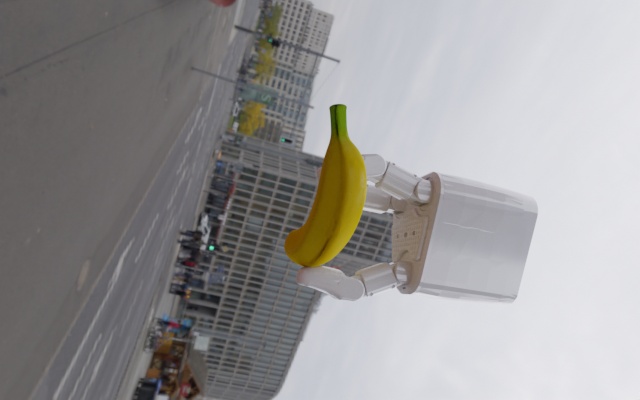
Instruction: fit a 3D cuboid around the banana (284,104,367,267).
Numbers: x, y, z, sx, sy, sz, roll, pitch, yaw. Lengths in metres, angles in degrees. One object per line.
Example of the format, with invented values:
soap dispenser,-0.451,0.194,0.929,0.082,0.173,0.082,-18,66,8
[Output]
banana,0.002,0.015,0.391,0.037,0.069,0.198,6,-35,-14
